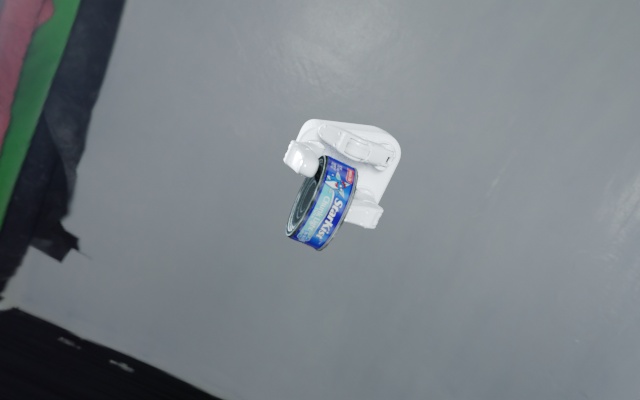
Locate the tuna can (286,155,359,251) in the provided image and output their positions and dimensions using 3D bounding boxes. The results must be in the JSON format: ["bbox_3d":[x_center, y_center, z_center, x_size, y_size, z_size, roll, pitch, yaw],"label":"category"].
[{"bbox_3d":[0.000,0.001,0.445,0.034,0.086,0.086,25,-6,-12],"label":"tuna can"}]
